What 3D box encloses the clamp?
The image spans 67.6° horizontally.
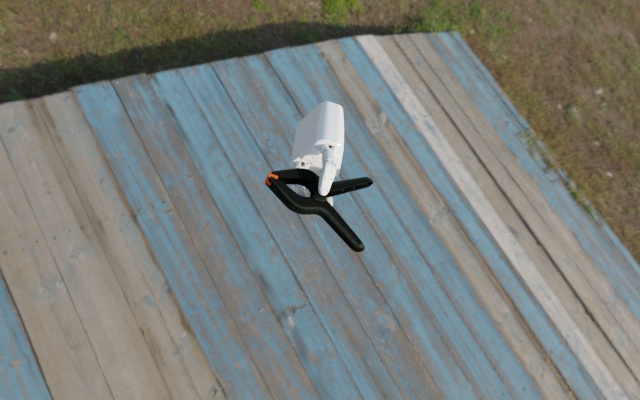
[{"bbox_3d":[0.000,0.002,0.865,0.210,0.164,0.036,15,-36,-16],"label":"clamp"}]
